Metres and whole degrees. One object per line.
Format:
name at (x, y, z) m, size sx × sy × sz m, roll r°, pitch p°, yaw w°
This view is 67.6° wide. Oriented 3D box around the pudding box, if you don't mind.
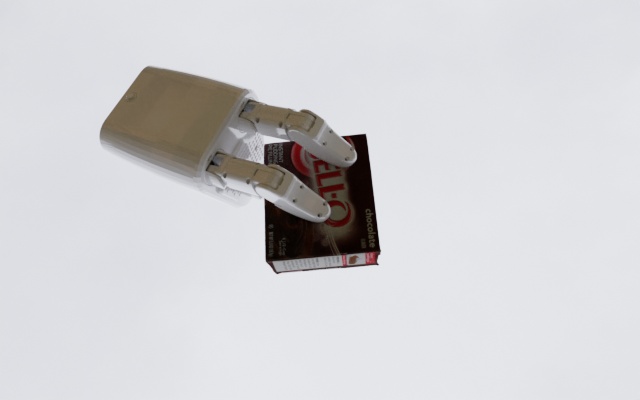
pudding box at (0.000, 0.001, 0.401) m, size 0.090 × 0.113 × 0.039 m, roll -6°, pitch -25°, yaw 4°
